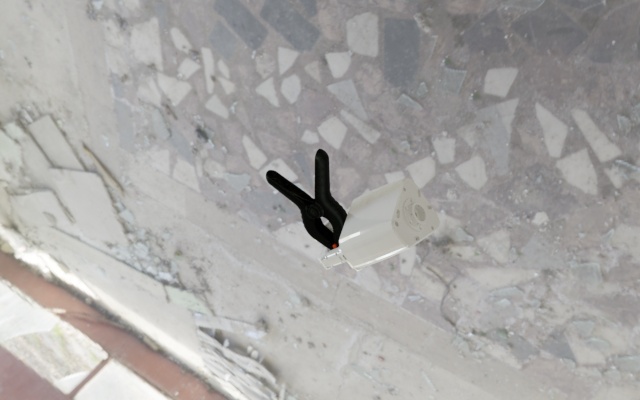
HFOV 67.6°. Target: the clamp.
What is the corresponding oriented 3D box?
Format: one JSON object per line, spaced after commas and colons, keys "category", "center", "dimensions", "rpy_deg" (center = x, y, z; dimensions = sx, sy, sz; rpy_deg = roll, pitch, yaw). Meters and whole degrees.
{"category": "clamp", "center": [0.000, 0.003, 0.738], "dimensions": [0.120, 0.171, 0.039], "rpy_deg": [-28, 14, 45]}
